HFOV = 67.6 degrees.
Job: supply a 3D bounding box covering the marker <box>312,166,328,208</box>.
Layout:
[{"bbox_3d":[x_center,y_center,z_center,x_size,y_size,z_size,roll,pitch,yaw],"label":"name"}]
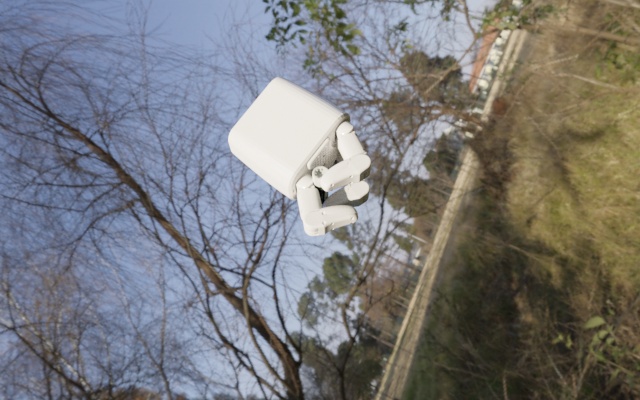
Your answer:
[{"bbox_3d":[0.000,0.002,0.573,0.020,0.020,0.121,0,-32,0],"label":"marker"}]
